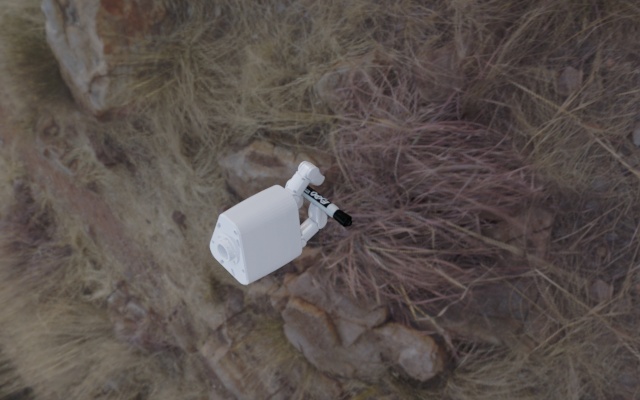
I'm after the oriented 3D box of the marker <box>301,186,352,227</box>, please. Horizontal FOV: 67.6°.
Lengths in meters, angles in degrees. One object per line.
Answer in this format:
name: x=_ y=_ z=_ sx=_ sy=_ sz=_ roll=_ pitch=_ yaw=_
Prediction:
marker: x=0.000 y=0.002 z=0.708 sx=0.121 sy=0.020 sz=0.020 roll=36 pitch=20 yaw=29
